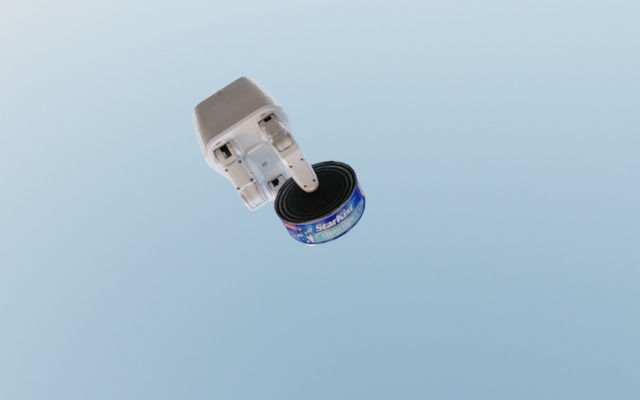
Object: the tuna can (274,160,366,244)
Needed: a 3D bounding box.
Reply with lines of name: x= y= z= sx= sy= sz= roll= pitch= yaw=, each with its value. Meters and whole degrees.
tuna can: x=0.000 y=0.002 z=0.468 sx=0.086 sy=0.034 sz=0.086 roll=-17 pitch=39 yaw=14
